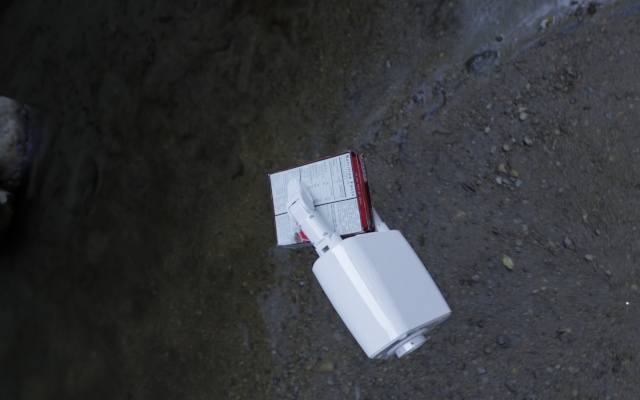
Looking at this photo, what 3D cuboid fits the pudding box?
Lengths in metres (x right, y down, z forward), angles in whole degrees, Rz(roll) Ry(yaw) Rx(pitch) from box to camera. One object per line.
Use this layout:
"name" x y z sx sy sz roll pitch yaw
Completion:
"pudding box" 0.000 0.002 0.534 0.113 0.090 0.039 -12 -11 27
